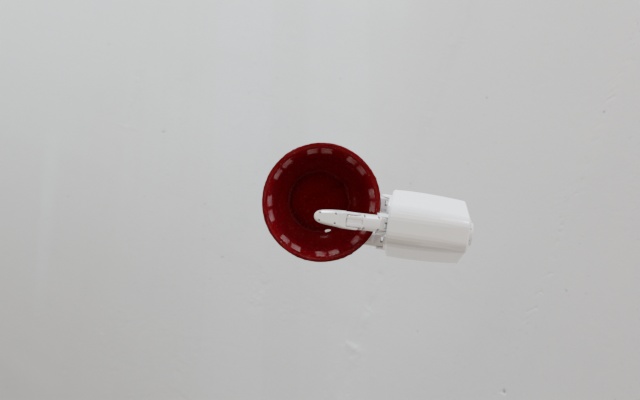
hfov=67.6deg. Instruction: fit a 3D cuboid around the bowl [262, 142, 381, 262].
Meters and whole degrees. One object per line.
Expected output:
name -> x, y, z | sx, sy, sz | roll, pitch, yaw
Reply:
bowl -> -0.001, 0.002, 0.667 | 0.162, 0.162, 0.055 | 0, 2, -4
